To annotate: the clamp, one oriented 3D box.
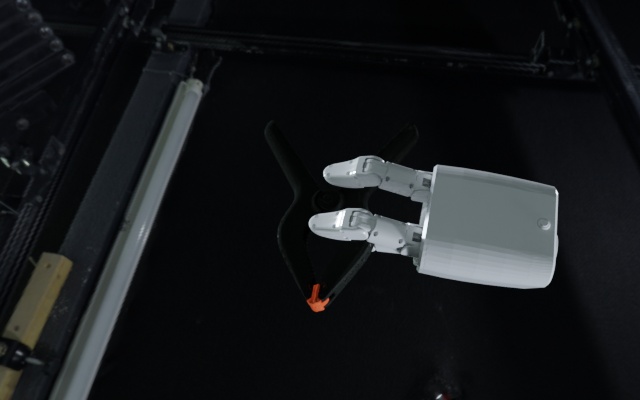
[{"bbox_3d":[0.000,0.002,0.476,0.164,0.210,0.036,9,-26,15],"label":"clamp"}]
